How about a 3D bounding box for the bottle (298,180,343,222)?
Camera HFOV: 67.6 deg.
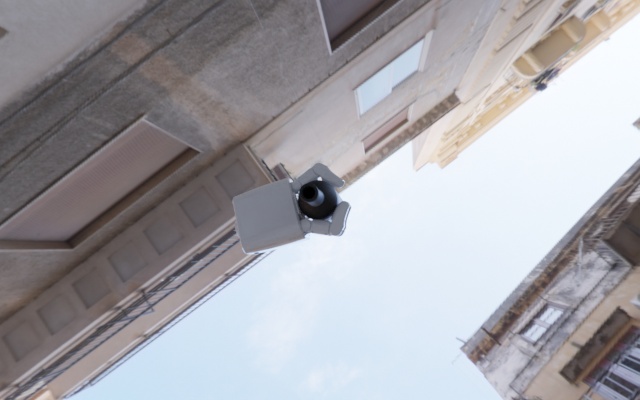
[{"bbox_3d":[0.000,0.003,0.826,0.069,0.069,0.296,0,-5,7],"label":"bottle"}]
